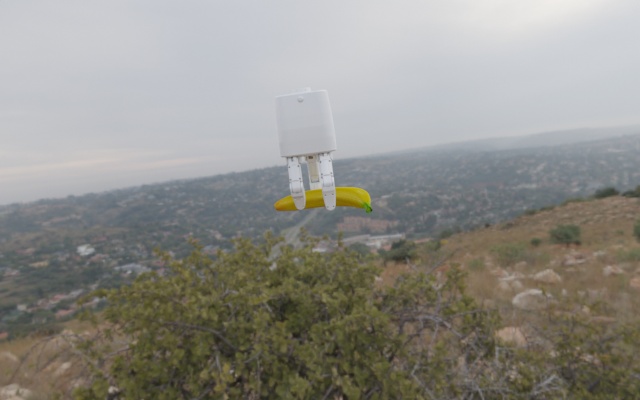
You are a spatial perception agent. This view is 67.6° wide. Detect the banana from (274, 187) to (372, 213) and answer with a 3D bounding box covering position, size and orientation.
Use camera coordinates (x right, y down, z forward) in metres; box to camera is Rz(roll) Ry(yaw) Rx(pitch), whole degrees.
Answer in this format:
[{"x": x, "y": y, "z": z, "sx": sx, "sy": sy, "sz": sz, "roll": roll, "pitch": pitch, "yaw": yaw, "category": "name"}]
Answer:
[{"x": 0.011, "y": -0.002, "z": 0.881, "sx": 0.198, "sy": 0.037, "sz": 0.069, "roll": -1, "pitch": 14, "yaw": 28, "category": "banana"}]
